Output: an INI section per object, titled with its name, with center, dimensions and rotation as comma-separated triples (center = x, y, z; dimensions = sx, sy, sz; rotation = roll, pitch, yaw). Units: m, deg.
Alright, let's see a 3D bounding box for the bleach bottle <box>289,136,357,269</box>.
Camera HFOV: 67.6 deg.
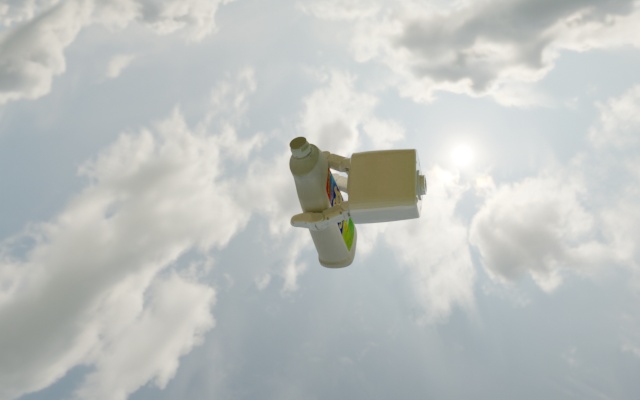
[bleach bottle]
center = 0.000, 0.003, 0.797
dimensions = 0.068, 0.102, 0.251
rotation = -4, -43, 19
